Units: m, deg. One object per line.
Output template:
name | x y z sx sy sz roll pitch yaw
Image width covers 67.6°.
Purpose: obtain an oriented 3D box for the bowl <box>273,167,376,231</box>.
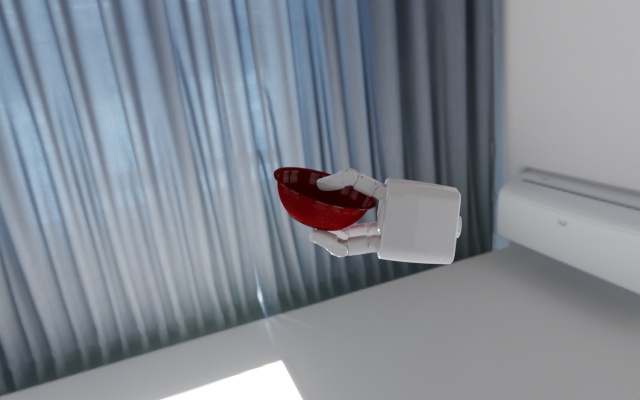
bowl | -0.001 0.002 0.727 0.162 0.055 0.162 16 18 -5
